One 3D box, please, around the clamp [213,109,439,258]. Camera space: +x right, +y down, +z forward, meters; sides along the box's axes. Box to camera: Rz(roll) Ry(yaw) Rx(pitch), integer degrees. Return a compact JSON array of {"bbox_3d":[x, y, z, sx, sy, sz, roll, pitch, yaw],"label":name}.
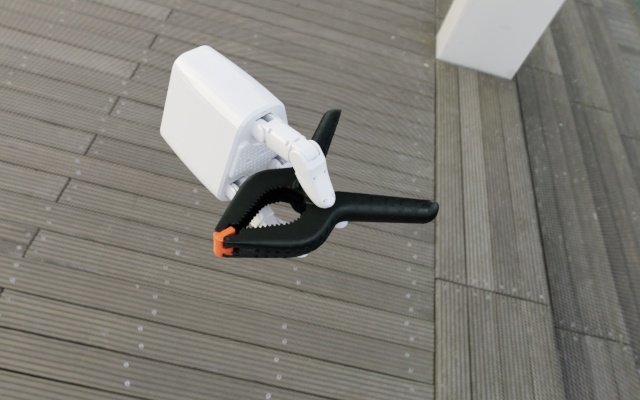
[{"bbox_3d":[0.000,0.001,0.447,0.164,0.036,0.210,41,56,21],"label":"clamp"}]
